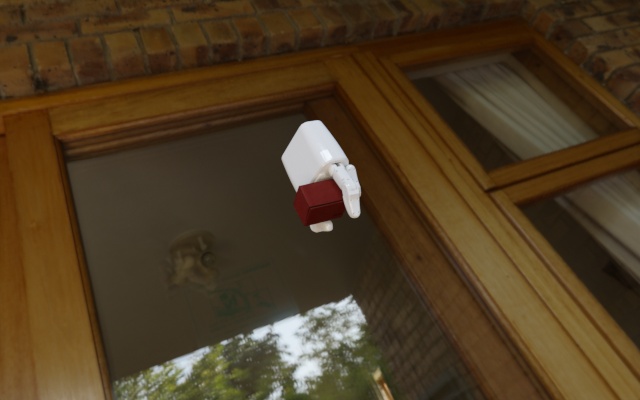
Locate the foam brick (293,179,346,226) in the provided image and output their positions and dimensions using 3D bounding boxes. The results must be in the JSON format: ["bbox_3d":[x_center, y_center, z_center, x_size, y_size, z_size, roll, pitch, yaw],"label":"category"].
[{"bbox_3d":[0.000,0.003,0.823,0.078,0.051,0.053,-13,-34,-26],"label":"foam brick"}]
